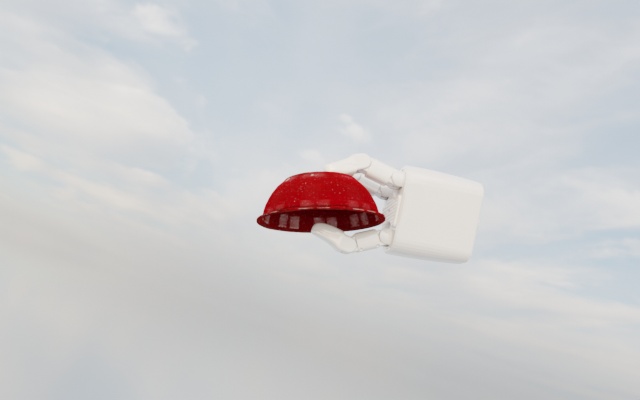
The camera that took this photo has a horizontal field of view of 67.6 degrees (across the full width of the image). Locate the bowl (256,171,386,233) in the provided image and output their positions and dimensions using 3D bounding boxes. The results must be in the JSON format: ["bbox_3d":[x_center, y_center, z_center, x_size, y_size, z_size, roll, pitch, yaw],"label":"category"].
[{"bbox_3d":[-0.001,0.001,0.602,0.162,0.055,0.162,-1,-13,0],"label":"bowl"}]
